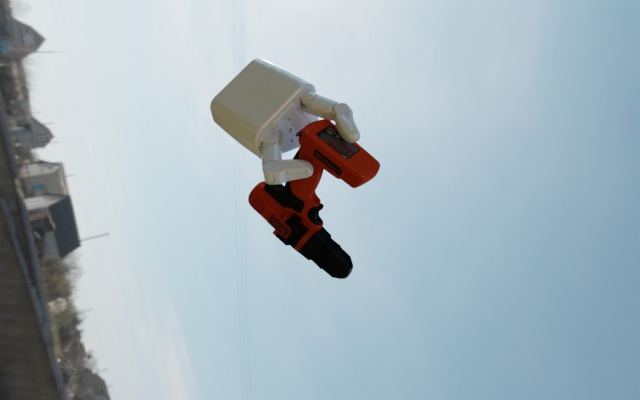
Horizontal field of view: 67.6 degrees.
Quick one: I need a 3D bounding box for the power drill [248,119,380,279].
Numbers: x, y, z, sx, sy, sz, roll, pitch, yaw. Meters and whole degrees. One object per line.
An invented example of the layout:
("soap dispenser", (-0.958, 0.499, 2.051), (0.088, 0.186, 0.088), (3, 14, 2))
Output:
("power drill", (0.000, 0.002, 0.634), (0.057, 0.184, 0.188), (-42, -10, -49))
